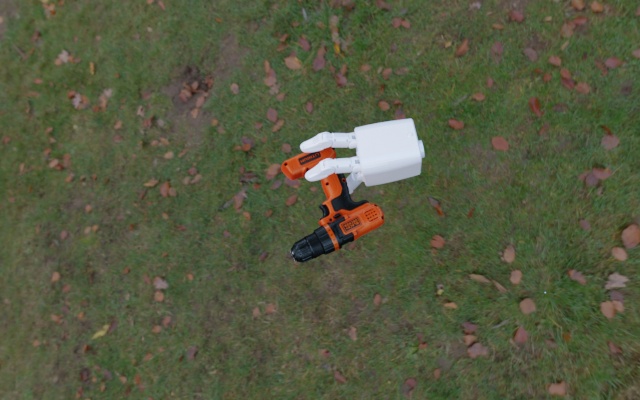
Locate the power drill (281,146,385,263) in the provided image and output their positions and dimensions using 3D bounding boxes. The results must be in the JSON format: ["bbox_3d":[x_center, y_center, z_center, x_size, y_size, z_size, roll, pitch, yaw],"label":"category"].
[{"bbox_3d":[0.000,0.002,0.880,0.184,0.187,0.057,-25,-12,-11],"label":"power drill"}]
